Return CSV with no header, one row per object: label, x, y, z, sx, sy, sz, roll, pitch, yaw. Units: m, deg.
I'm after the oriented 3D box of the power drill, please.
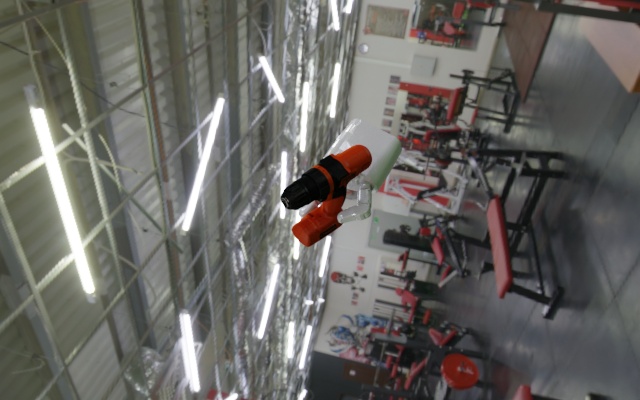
power drill,0.000,0.003,0.824,0.184,0.057,0.188,-31,-23,-29
